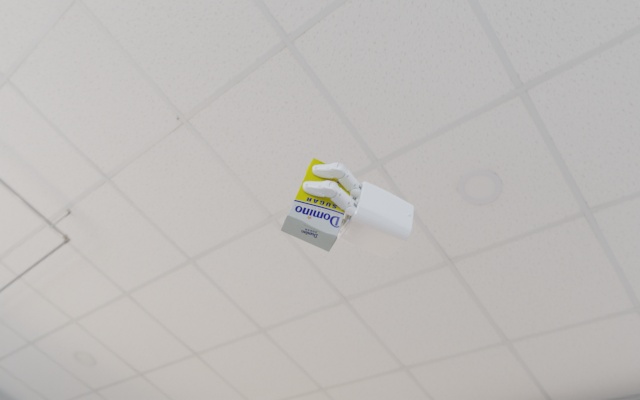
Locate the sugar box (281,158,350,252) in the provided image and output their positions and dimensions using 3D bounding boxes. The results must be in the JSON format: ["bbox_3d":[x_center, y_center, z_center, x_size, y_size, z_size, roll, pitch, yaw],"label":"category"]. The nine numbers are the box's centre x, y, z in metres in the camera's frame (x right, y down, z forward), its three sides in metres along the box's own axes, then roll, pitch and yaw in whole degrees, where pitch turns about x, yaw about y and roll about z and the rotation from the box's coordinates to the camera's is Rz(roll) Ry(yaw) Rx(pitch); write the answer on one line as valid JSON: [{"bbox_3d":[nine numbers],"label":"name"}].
[{"bbox_3d":[0.000,0.002,0.856,0.093,0.048,0.176,24,38,-4],"label":"sugar box"}]
